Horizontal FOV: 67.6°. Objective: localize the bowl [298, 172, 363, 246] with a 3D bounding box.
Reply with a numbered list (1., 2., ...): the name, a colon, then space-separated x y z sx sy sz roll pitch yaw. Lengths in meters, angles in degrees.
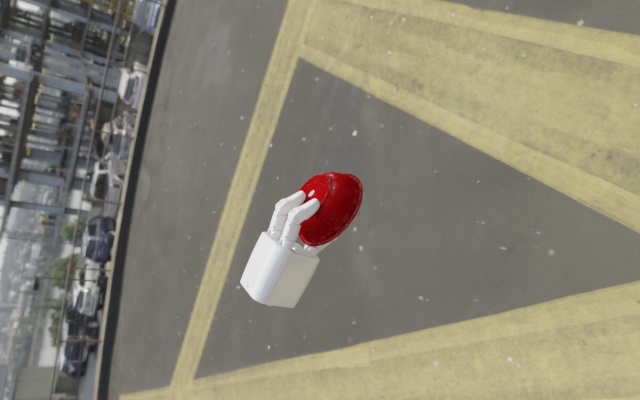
1. bowl: 0.000 0.002 0.895 0.055 0.162 0.162 39 -24 -32
